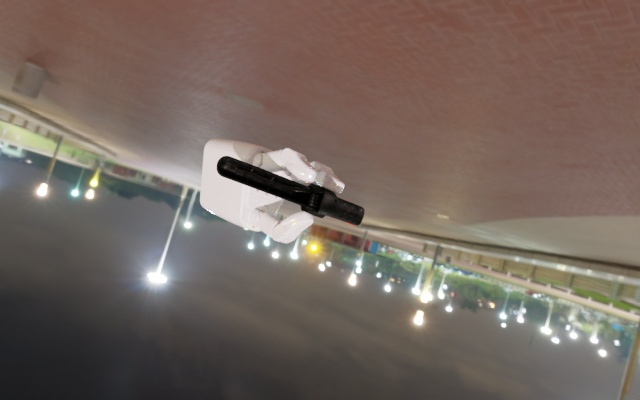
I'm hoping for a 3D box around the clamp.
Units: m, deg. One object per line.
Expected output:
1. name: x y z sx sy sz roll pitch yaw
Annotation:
1. clamp: 0.000 0.003 0.571 0.164 0.036 0.210 21 0 41
